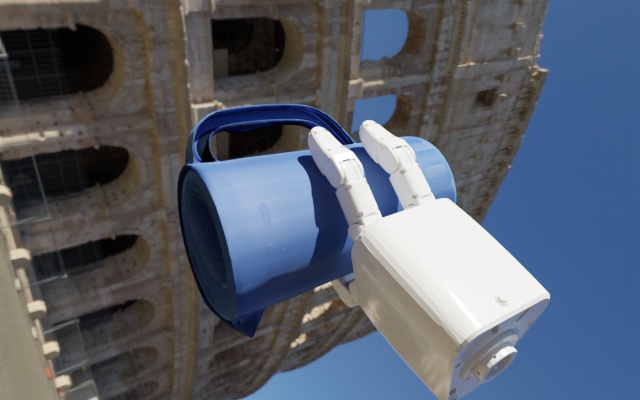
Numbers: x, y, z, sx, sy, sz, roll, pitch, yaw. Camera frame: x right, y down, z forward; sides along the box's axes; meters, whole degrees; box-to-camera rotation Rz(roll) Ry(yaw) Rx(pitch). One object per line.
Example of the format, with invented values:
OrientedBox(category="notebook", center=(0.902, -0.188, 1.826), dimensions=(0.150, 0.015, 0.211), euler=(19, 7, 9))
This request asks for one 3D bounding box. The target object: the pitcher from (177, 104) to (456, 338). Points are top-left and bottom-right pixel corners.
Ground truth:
OrientedBox(category="pitcher", center=(0.000, 0.002, 0.437), dimensions=(0.243, 0.149, 0.145), euler=(-15, 45, -29))
